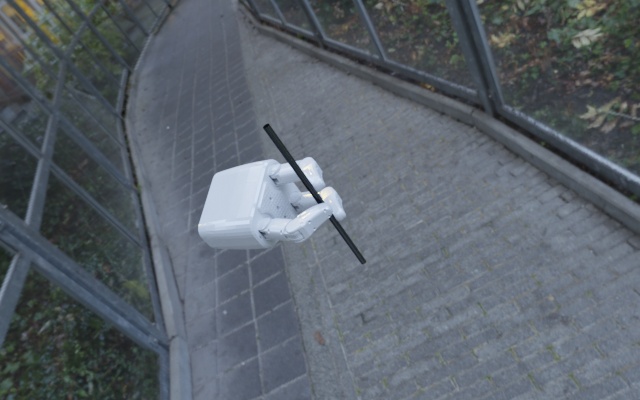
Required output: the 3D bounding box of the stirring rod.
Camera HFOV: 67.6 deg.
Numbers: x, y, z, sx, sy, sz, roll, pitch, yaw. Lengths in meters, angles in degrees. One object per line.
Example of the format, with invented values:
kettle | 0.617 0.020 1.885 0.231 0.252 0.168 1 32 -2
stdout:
stirring rod | 0.000 0.002 0.574 0.011 0.011 0.240 0 -42 40
